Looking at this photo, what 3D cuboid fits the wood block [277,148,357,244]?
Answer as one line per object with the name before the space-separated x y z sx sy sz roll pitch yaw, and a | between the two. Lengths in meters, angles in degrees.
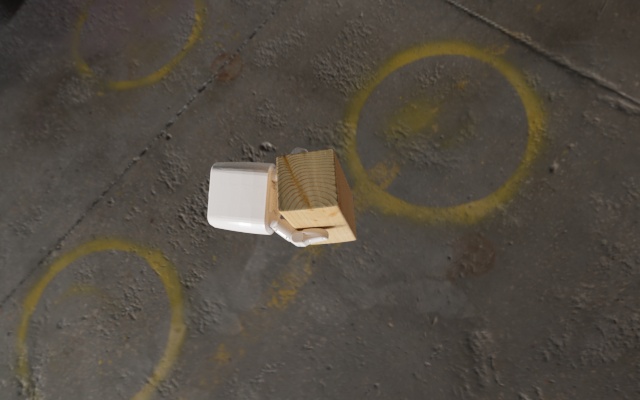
wood block | 0.000 0.003 0.783 0.090 0.090 0.206 -6 -19 10
